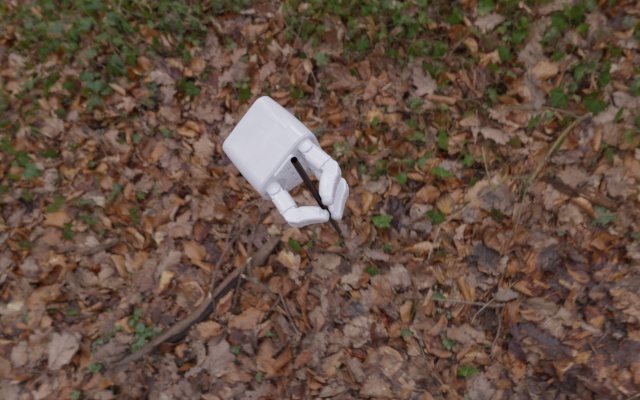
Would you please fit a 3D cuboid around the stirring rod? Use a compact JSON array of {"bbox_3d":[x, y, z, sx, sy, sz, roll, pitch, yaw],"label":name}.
[{"bbox_3d":[0.000,0.002,0.624,0.011,0.011,0.240,0,-22,15],"label":"stirring rod"}]
